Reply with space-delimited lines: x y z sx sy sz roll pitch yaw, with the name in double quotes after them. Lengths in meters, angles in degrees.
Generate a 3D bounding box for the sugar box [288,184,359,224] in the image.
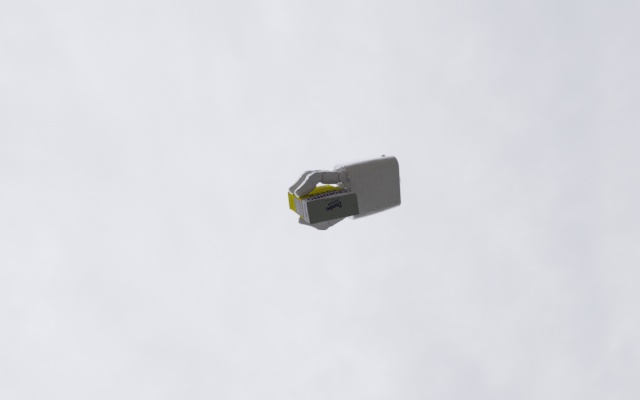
0.000 0.002 0.899 0.093 0.048 0.176 -11 7 -14 "sugar box"
